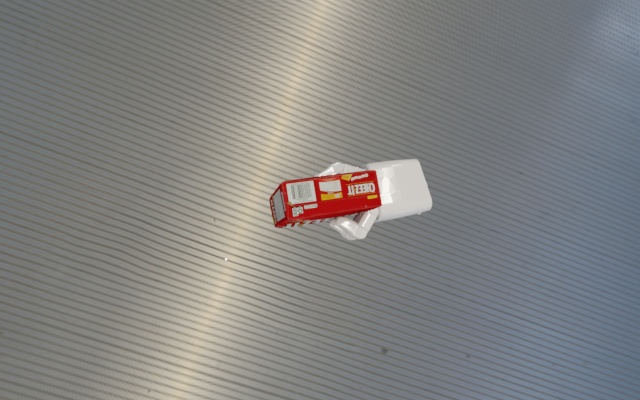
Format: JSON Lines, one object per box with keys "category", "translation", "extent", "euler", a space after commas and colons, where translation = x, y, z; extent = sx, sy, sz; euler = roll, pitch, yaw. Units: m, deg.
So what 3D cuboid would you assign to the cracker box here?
{"category": "cracker box", "translation": [0.000, 0.003, 0.878], "extent": [0.164, 0.072, 0.214], "euler": [-8, -5, -12]}
